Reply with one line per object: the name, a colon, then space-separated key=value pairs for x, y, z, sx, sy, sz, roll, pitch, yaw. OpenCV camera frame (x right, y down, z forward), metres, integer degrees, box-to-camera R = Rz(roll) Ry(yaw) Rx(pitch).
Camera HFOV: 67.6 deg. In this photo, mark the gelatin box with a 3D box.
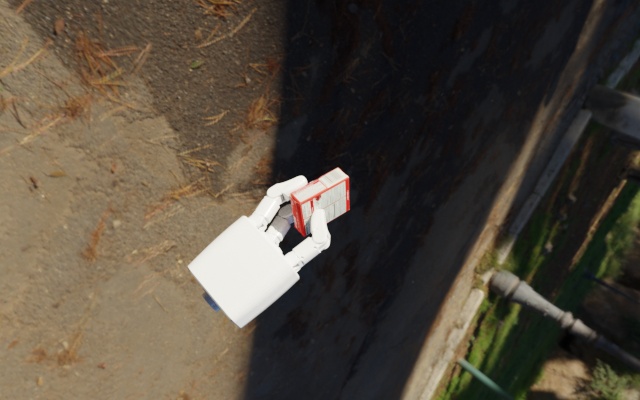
gelatin box: x=0.001 y=0.002 z=0.706 sx=0.089 sy=0.073 sz=0.030 roll=-29 pitch=52 yaw=-20
